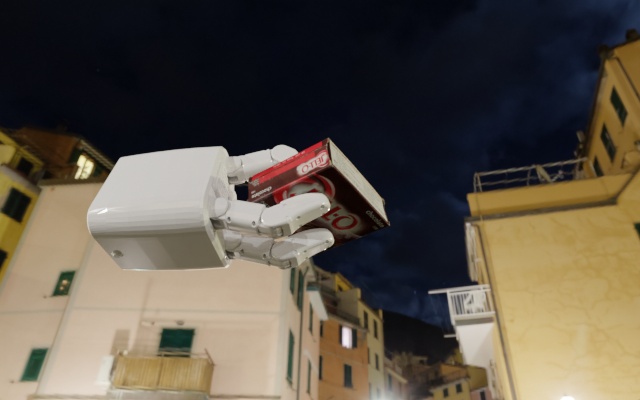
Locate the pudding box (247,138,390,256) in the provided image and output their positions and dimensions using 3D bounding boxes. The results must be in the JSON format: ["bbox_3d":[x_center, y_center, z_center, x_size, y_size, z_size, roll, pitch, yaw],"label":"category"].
[{"bbox_3d":[0.000,0.001,0.452,0.090,0.039,0.113,-23,-40,24],"label":"pudding box"}]
